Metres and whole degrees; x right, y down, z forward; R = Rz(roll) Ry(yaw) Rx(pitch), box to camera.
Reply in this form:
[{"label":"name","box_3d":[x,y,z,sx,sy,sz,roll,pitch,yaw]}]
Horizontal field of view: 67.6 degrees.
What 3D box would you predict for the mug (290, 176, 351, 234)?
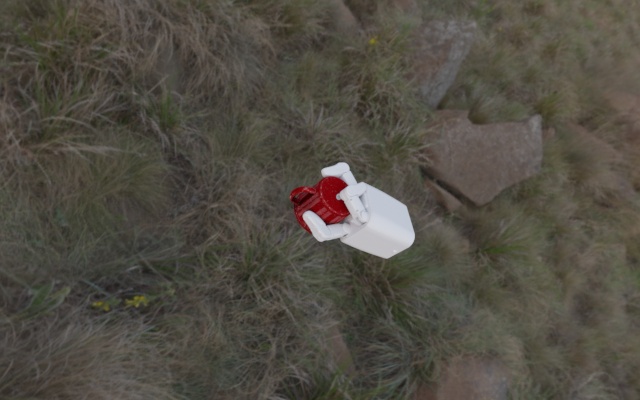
[{"label":"mug","box_3d":[-0.001,0.002,0.878,0.117,0.093,0.081,24,-38,-25]}]
